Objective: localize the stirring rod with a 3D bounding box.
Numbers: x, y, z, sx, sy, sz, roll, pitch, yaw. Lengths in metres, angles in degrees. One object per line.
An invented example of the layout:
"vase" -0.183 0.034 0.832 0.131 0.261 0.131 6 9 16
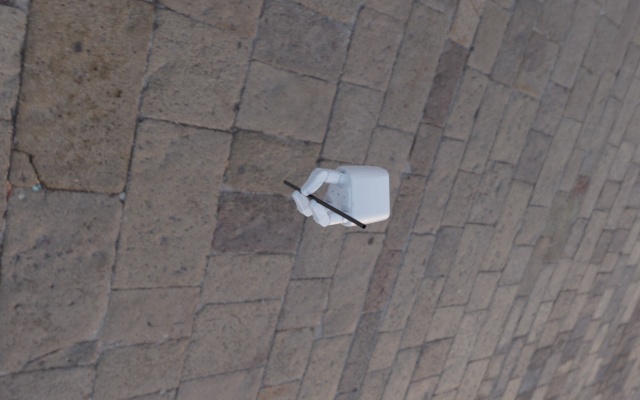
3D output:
"stirring rod" 0.000 0.003 0.857 0.011 0.011 0.239 0 19 -38
